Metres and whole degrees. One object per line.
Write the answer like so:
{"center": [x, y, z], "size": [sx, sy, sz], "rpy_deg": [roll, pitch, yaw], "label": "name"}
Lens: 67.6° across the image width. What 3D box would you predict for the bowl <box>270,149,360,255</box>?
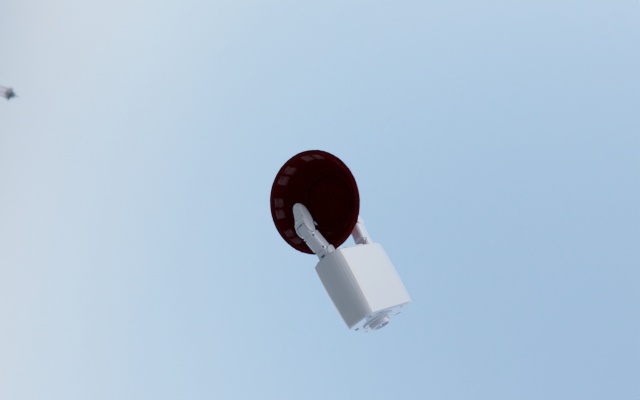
{"center": [0.000, 0.001, 0.753], "size": [0.162, 0.162, 0.055], "rpy_deg": [0, 2, 30], "label": "bowl"}
